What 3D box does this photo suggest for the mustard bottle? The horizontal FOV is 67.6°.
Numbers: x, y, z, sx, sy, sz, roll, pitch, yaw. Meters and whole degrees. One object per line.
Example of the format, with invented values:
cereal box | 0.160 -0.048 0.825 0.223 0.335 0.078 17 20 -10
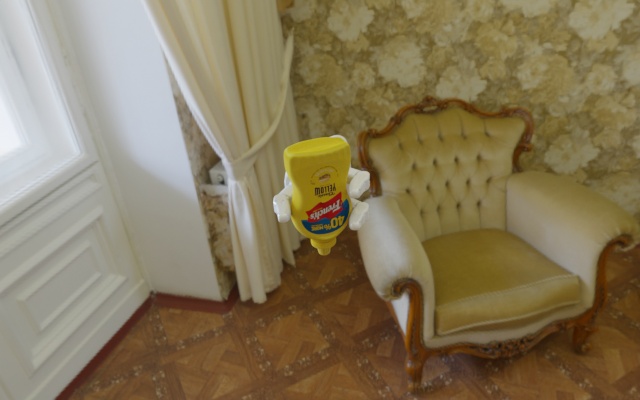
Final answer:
mustard bottle | 0.000 0.002 0.736 0.096 0.192 0.058 -14 32 -17
